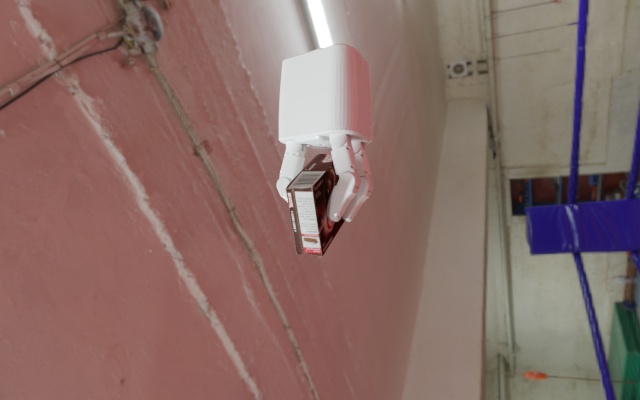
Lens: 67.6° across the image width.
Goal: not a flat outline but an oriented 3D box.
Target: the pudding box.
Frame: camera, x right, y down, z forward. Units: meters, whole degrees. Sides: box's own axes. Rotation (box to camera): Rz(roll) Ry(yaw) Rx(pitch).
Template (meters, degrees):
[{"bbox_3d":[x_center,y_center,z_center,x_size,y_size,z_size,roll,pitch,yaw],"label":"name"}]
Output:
[{"bbox_3d":[0.000,0.002,0.588,0.039,0.090,0.113,2,26,23],"label":"pudding box"}]
